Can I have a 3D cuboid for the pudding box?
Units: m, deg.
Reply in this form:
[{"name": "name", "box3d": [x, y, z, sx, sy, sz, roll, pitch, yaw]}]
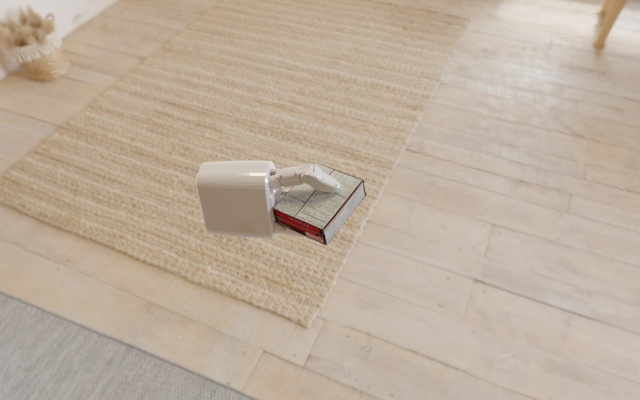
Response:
[{"name": "pudding box", "box3d": [0.000, 0.002, 0.694, 0.090, 0.113, 0.039, 23, -33, 27]}]
